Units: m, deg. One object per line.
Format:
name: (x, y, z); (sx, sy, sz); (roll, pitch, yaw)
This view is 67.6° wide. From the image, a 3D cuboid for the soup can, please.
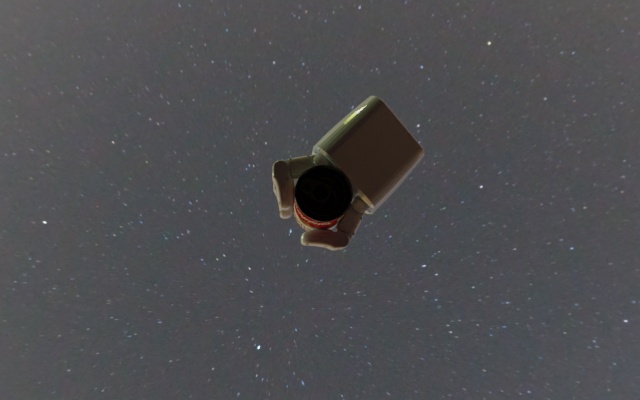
soup can: (0.000, 0.002, 0.598); (0.068, 0.068, 0.102); (0, -12, -4)
